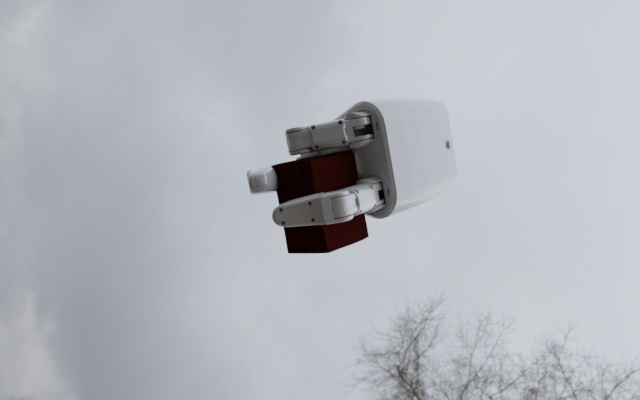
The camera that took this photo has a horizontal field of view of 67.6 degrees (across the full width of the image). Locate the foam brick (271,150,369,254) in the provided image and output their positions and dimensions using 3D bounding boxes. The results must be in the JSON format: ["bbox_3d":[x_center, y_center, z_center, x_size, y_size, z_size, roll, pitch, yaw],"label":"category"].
[{"bbox_3d":[0.000,0.002,0.402,0.051,0.078,0.053,-15,8,-42],"label":"foam brick"}]
